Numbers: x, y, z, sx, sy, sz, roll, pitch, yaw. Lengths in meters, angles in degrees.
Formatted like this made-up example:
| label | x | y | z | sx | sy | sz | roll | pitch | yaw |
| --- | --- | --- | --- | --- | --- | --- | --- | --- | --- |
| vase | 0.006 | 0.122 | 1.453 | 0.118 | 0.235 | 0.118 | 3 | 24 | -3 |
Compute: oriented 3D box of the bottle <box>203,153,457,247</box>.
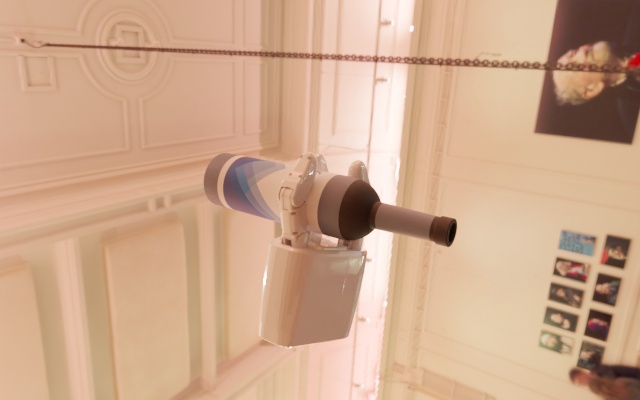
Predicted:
| label | x | y | z | sx | sy | sz | roll | pitch | yaw |
| --- | --- | --- | --- | --- | --- | --- | --- | --- | --- |
| bottle | 0.000 | 0.002 | 0.518 | 0.295 | 0.069 | 0.069 | 13 | 7 | 32 |
